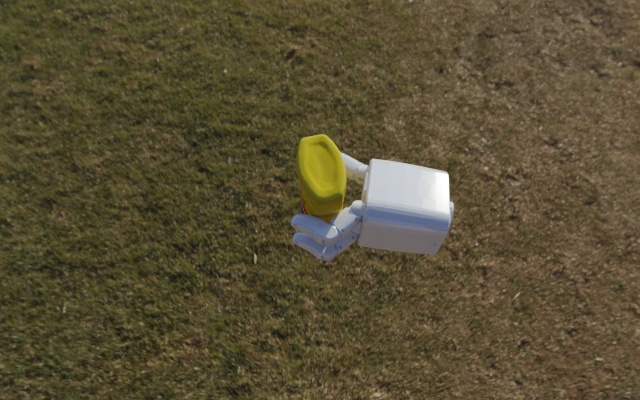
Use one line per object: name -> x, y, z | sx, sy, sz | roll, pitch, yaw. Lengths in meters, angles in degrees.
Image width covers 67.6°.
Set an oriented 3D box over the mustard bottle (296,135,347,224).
mustard bottle -> 0.000, 0.002, 0.650 | 0.058, 0.096, 0.192 | -13, -27, -7
